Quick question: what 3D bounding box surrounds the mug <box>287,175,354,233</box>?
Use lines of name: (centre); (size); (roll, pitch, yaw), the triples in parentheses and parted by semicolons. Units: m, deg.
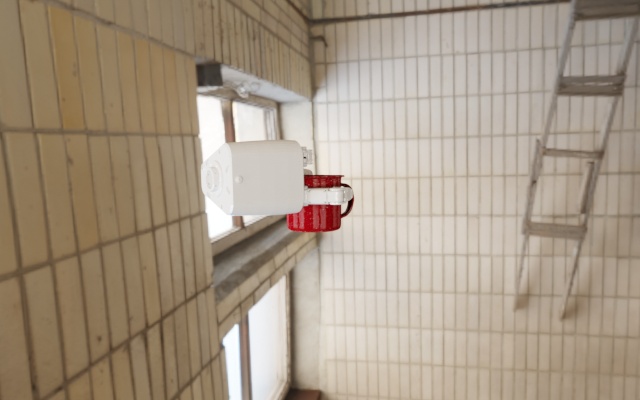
mug: (0.001, 0.002, 0.720); (0.117, 0.081, 0.093); (-3, 5, -33)
